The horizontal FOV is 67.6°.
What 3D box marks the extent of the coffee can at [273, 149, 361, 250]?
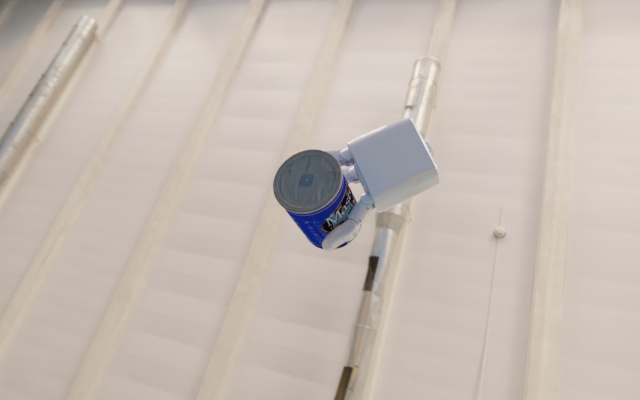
[{"bbox_3d":[0.000,0.002,0.732,0.103,0.102,0.140,0,-27,19],"label":"coffee can"}]
